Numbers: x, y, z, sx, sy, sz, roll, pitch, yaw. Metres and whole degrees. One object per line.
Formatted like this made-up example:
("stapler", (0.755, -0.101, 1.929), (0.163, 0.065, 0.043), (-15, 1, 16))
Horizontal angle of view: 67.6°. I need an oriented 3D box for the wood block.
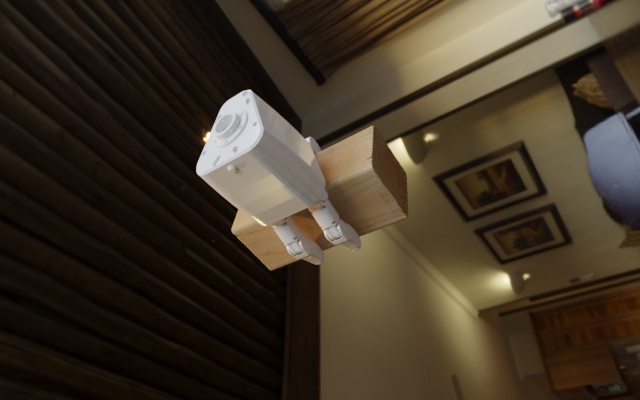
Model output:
("wood block", (0.000, 0.002, 0.615), (0.206, 0.090, 0.090), (-24, 34, 26))
